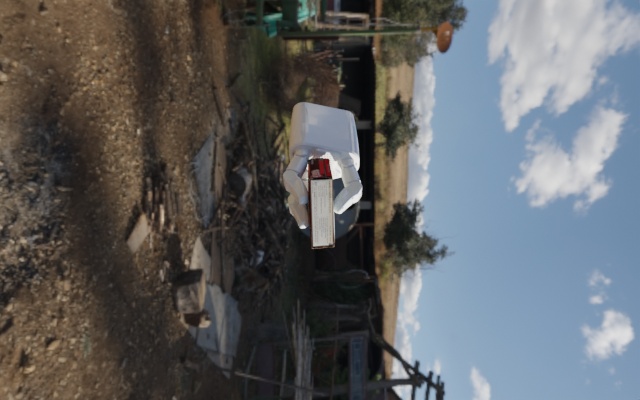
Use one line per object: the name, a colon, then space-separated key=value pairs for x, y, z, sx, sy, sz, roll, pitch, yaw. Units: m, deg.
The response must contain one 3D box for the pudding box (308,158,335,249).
pudding box: x=0.000 y=0.002 z=0.718 sx=0.039 sy=0.113 sz=0.090 roll=-4 pitch=23 yaw=0
